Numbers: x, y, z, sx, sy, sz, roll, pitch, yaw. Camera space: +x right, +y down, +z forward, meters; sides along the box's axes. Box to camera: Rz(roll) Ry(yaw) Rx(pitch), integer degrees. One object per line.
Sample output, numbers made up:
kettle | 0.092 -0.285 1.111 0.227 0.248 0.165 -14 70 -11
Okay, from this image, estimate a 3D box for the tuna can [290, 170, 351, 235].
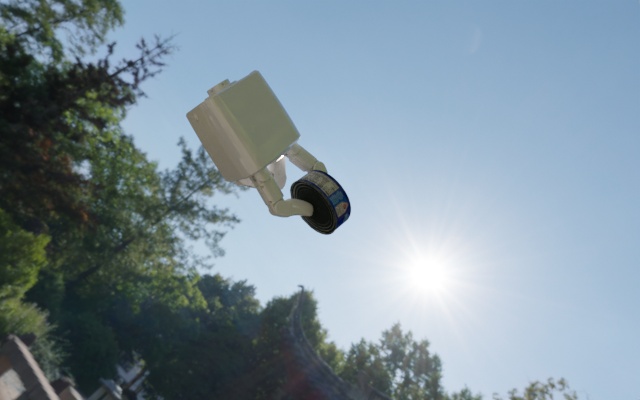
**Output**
tuna can | 0.001 0.002 0.647 0.033 0.086 0.086 -38 21 -30
